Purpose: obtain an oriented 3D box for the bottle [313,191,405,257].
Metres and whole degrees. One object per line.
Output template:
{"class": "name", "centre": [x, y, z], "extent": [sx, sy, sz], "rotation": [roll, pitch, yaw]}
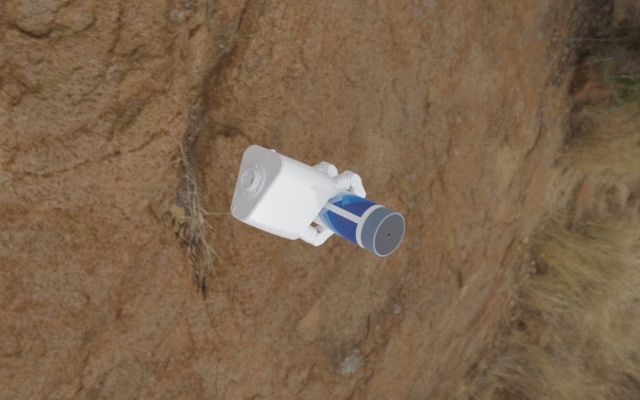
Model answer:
{"class": "bottle", "centre": [0.000, 0.003, 0.768], "extent": [0.069, 0.069, 0.295], "rotation": [0, 18, -44]}
